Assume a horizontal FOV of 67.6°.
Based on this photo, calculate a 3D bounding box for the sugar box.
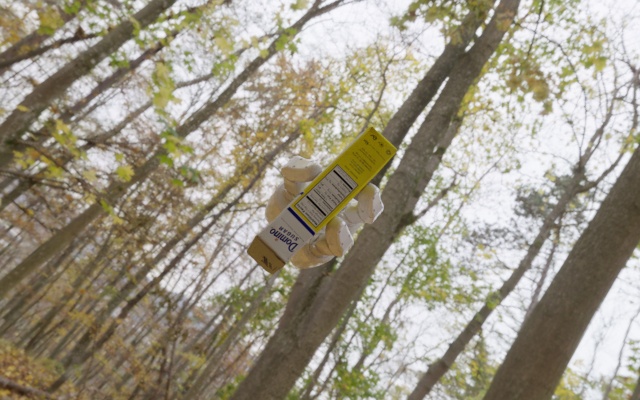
[{"bbox_3d":[0.001,0.002,0.516,0.048,0.176,0.093,43,-21,0],"label":"sugar box"}]
